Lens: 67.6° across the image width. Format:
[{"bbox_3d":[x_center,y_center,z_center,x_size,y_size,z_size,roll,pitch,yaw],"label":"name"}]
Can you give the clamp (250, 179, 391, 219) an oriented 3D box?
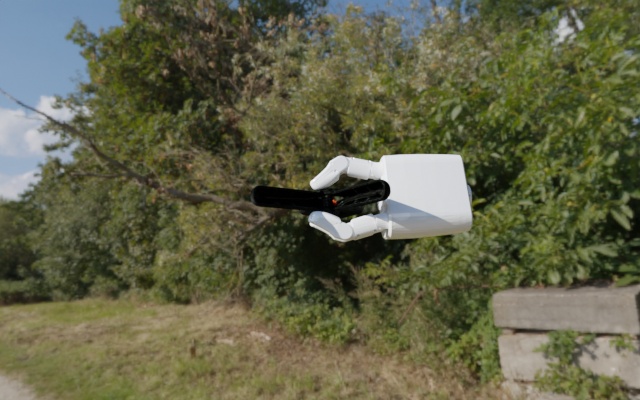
[{"bbox_3d":[0.000,0.001,0.642,0.164,0.036,0.210,-1,-7,1],"label":"clamp"}]
